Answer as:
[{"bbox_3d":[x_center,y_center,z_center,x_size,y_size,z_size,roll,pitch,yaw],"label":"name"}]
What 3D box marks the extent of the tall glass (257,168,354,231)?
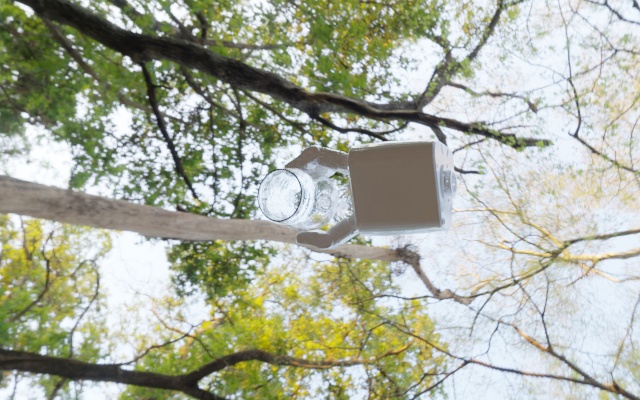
[{"bbox_3d":[0.000,0.002,0.631,0.079,0.079,0.201,0,-5,29],"label":"tall glass"}]
